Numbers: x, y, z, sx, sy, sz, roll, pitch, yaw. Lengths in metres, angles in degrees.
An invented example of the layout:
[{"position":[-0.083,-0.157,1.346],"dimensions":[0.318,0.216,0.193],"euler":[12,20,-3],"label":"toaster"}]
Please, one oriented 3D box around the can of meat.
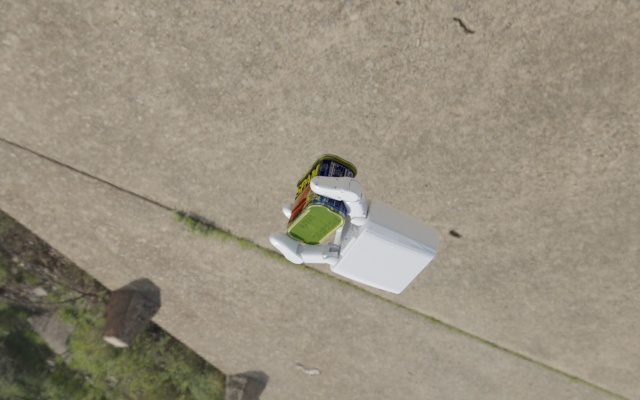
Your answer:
[{"position":[0.000,0.002,0.634],"dimensions":[0.057,0.084,0.102],"euler":[25,-37,-16],"label":"can of meat"}]
